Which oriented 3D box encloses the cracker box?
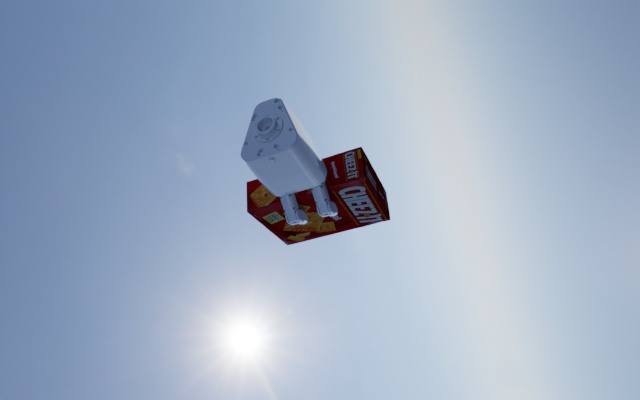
[{"bbox_3d":[0.000,0.003,0.851,0.214,0.072,0.164,-15,-31,16],"label":"cracker box"}]
